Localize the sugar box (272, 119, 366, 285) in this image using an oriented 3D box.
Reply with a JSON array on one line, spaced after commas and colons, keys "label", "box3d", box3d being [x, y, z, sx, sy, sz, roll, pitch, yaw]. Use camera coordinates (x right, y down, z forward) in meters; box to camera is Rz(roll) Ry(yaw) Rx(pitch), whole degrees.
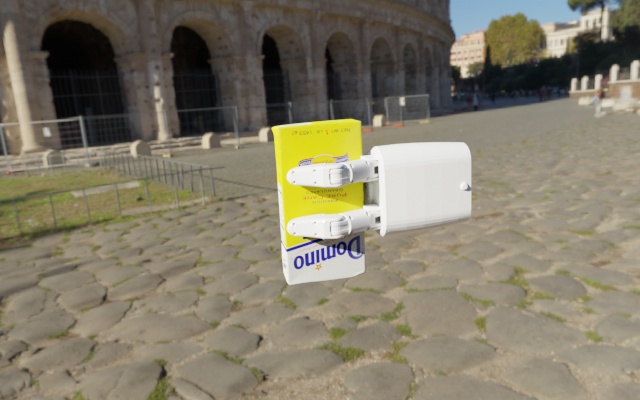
[{"label": "sugar box", "box3d": [0.000, 0.002, 0.533, 0.093, 0.176, 0.048, -7, 12, -11]}]
